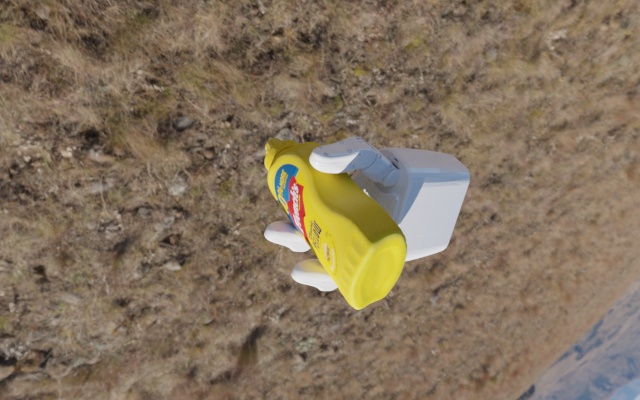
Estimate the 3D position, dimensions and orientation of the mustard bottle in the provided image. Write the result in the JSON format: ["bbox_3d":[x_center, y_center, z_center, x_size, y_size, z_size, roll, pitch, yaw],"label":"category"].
[{"bbox_3d":[0.000,0.002,0.445,0.058,0.096,0.191,-22,52,-22],"label":"mustard bottle"}]
